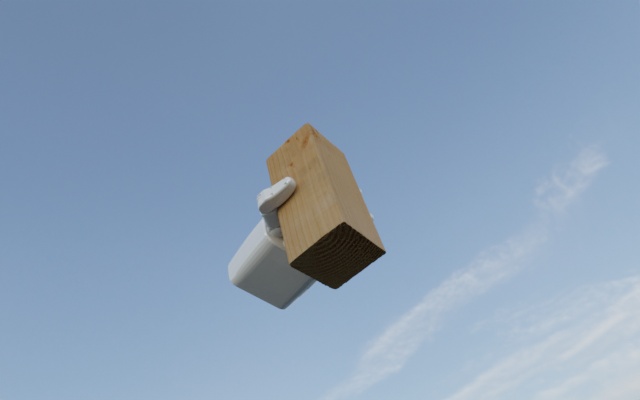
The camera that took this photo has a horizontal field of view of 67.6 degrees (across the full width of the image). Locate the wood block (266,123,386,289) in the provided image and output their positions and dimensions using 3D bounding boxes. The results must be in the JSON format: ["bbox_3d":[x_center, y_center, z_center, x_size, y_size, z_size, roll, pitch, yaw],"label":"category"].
[{"bbox_3d":[0.000,0.002,0.645,0.090,0.206,0.091,-40,-49,19],"label":"wood block"}]
